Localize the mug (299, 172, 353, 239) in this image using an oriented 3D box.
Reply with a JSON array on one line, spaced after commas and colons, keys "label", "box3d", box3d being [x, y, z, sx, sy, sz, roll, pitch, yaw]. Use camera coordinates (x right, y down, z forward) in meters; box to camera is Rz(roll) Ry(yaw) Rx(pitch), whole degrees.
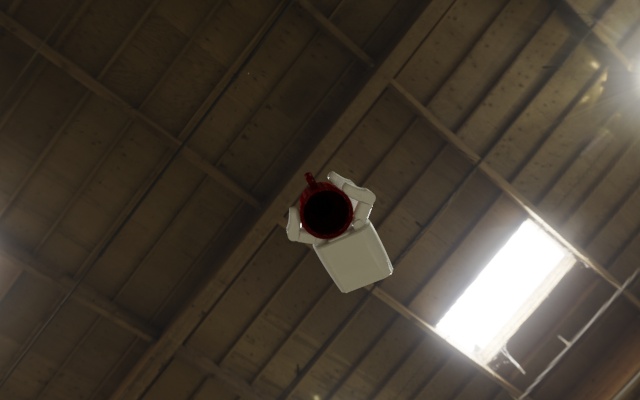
[{"label": "mug", "box3d": [-0.001, 0.002, 0.851, 0.093, 0.117, 0.081, -29, 15, 0]}]
